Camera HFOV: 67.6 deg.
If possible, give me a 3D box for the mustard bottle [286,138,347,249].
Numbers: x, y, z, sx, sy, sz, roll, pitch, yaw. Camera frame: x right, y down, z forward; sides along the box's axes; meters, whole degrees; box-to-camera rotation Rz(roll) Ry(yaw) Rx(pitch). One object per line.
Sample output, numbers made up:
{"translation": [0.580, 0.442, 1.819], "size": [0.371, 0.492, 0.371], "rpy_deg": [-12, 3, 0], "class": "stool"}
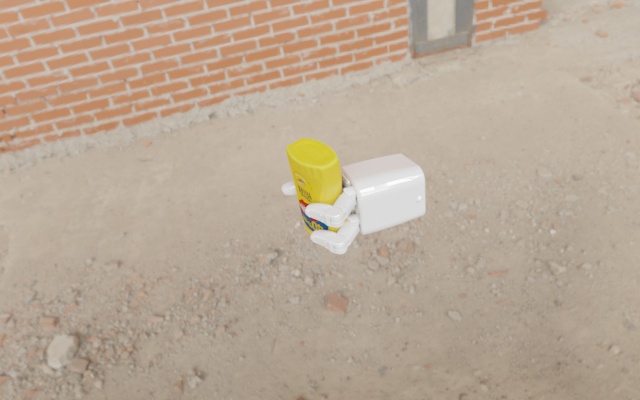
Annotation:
{"translation": [0.000, 0.002, 0.745], "size": [0.058, 0.192, 0.096], "rpy_deg": [-32, 43, -25], "class": "mustard bottle"}
